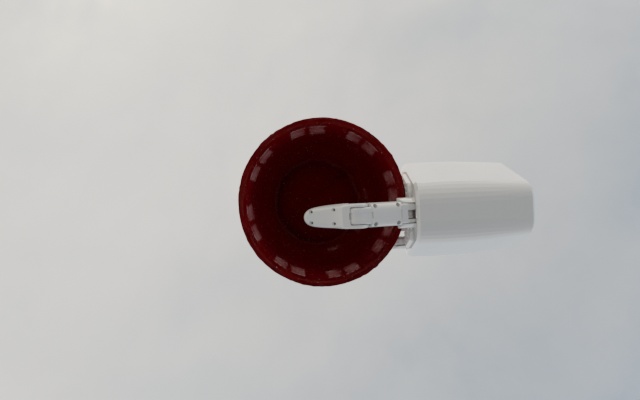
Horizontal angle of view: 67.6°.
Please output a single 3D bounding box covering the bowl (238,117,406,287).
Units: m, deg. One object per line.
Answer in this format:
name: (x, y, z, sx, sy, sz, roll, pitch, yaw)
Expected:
bowl: (-0.001, 0.001, 0.479, 0.162, 0.162, 0.055, 0, 0, -7)
